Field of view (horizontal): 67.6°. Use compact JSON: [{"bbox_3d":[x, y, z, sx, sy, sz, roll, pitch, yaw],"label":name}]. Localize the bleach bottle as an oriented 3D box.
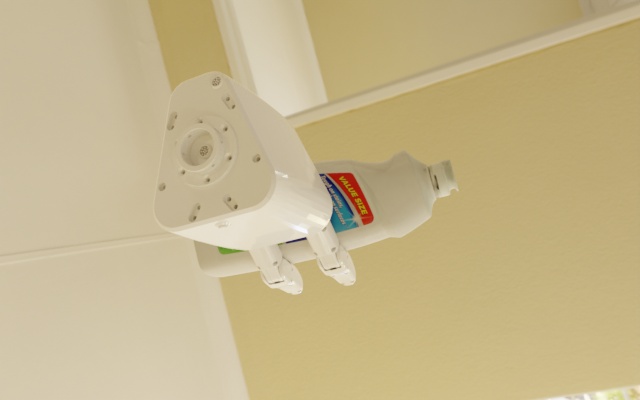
[{"bbox_3d":[0.000,0.002,0.456,0.251,0.102,0.068,-15,-14,16],"label":"bleach bottle"}]
